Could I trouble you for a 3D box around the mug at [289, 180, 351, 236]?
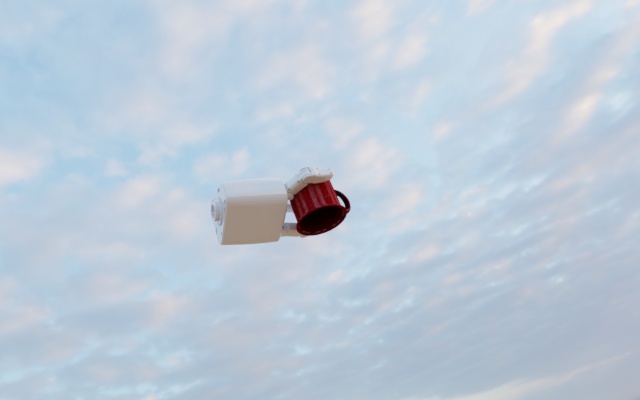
[{"bbox_3d":[0.001,0.002,0.848,0.117,0.081,0.093,-3,-36,-28],"label":"mug"}]
